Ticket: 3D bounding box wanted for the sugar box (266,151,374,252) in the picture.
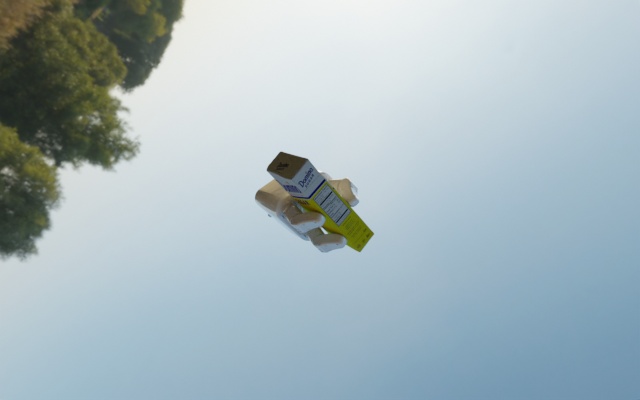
[{"bbox_3d":[0.000,0.003,0.734,0.176,0.048,0.093,44,-11,-30],"label":"sugar box"}]
